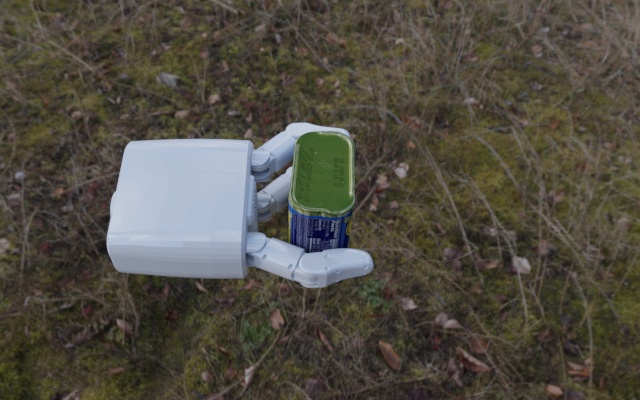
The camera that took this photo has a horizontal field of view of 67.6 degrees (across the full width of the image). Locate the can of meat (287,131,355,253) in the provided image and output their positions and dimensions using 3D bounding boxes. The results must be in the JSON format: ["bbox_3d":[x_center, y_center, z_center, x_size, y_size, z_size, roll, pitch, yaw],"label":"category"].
[{"bbox_3d":[0.000,0.001,0.416,0.057,0.102,0.084,3,-43,-1],"label":"can of meat"}]
